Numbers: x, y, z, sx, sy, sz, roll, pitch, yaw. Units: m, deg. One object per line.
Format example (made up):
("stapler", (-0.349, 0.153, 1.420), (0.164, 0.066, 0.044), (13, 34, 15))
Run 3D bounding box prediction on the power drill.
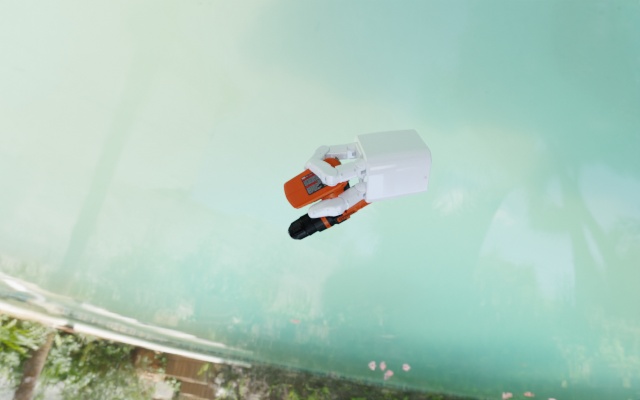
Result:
("power drill", (0.000, 0.003, 0.857), (0.184, 0.057, 0.188), (-31, -21, 6))
